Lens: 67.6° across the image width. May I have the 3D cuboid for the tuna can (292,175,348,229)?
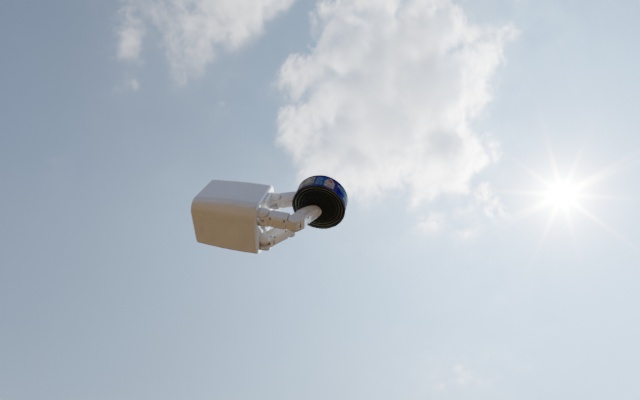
[{"bbox_3d":[0.000,0.002,0.762,0.086,0.086,0.033,0,37,16],"label":"tuna can"}]
